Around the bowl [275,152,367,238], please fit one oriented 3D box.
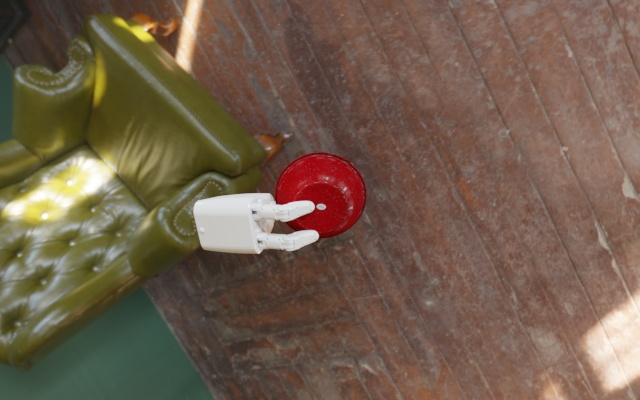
[{"bbox_3d":[0.001,0.002,0.811,0.162,0.162,0.055,0,22,0],"label":"bowl"}]
